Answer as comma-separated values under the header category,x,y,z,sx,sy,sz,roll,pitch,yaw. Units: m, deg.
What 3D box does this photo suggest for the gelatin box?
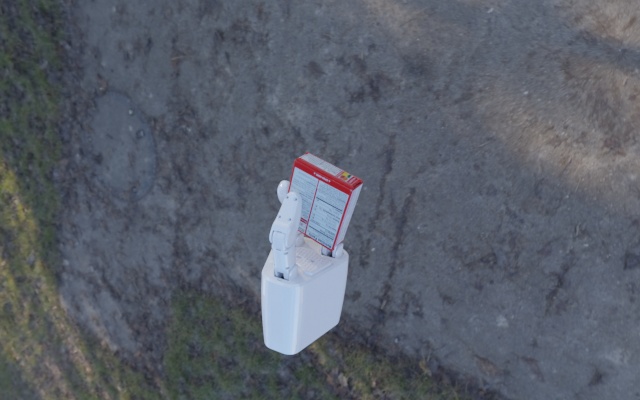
category,x,y,z,sx,sy,sz,roll,pitch,yaw
gelatin box,0.000,0.002,0.530,0.073,0.089,0.030,29,37,19
